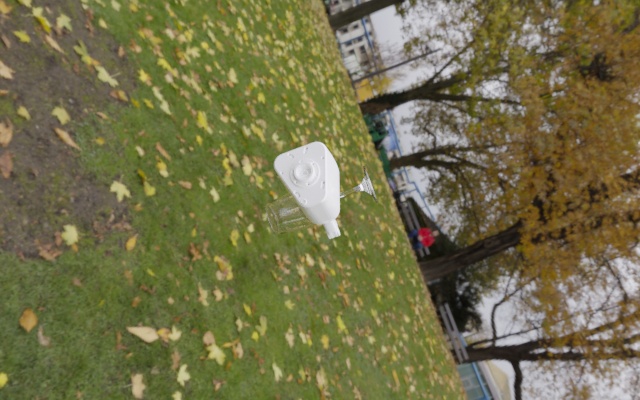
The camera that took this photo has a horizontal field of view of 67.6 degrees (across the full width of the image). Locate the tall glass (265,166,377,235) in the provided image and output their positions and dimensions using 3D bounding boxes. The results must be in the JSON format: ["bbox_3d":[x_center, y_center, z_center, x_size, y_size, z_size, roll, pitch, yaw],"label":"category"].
[{"bbox_3d":[0.001,0.003,0.899,0.201,0.079,0.079,-20,-2,5],"label":"tall glass"}]
